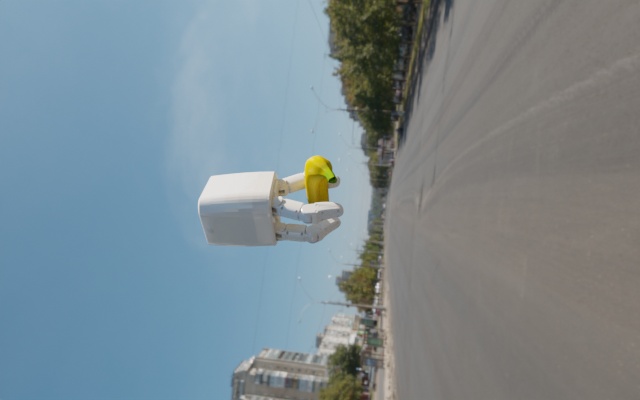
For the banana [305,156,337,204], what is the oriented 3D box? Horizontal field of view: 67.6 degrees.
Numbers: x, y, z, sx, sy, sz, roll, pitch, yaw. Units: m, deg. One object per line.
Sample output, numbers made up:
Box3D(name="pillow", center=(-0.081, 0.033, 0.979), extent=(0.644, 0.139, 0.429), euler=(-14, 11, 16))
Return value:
Box3D(name="banana", center=(-0.003, -0.016, 0.718), extent=(0.037, 0.069, 0.198), euler=(-8, -22, -5))
